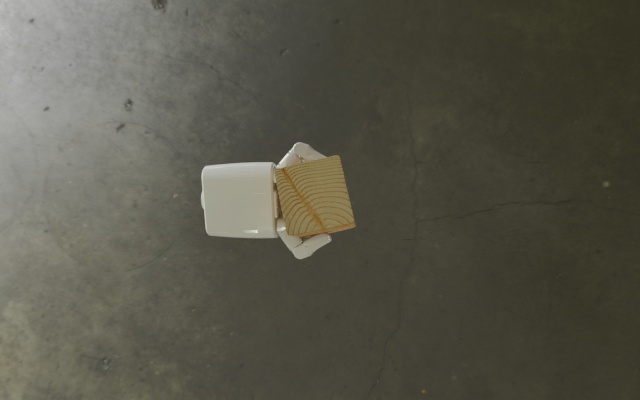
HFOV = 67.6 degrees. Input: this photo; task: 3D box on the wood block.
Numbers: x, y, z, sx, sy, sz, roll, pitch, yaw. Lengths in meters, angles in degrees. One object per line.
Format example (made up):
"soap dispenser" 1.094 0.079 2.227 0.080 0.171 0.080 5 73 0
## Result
"wood block" 0.000 0.003 0.708 0.090 0.091 0.206 -12 -5 4
